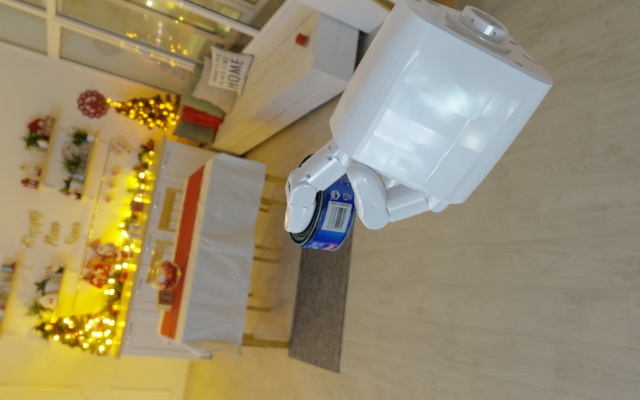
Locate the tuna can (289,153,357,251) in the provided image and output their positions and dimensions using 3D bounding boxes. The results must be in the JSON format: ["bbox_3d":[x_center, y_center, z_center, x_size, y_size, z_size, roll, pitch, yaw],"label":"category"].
[{"bbox_3d":[0.000,0.001,0.430,0.034,0.086,0.086,9,-4,-23],"label":"tuna can"}]
